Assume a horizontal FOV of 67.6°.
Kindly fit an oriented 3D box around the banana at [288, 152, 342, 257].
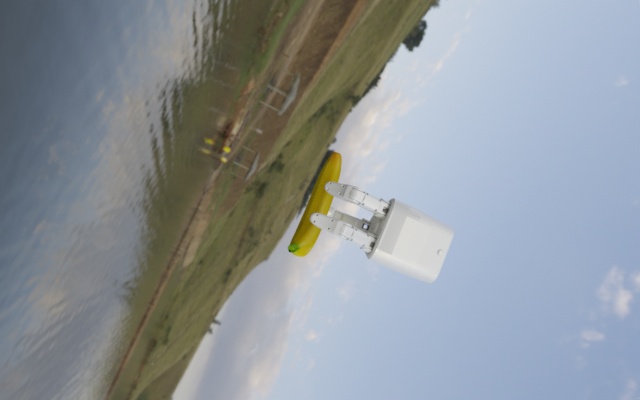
[{"bbox_3d":[-0.005,0.014,0.736,0.037,0.197,0.070,23,-33,-1],"label":"banana"}]
